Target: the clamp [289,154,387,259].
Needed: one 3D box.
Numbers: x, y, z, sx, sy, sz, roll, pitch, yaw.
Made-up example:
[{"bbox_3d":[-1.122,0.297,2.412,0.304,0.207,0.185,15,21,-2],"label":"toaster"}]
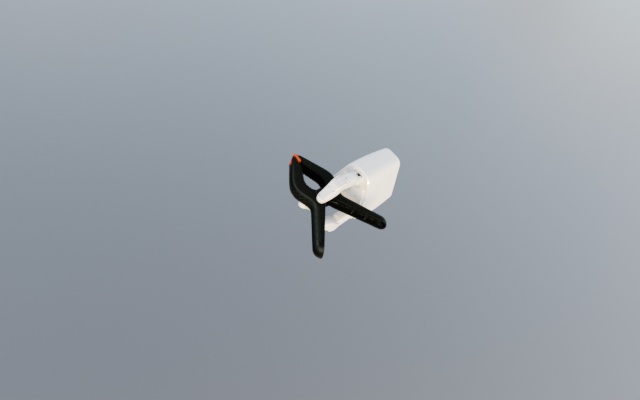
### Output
[{"bbox_3d":[0.000,0.002,0.855,0.164,0.210,0.036,-28,-21,-39],"label":"clamp"}]
